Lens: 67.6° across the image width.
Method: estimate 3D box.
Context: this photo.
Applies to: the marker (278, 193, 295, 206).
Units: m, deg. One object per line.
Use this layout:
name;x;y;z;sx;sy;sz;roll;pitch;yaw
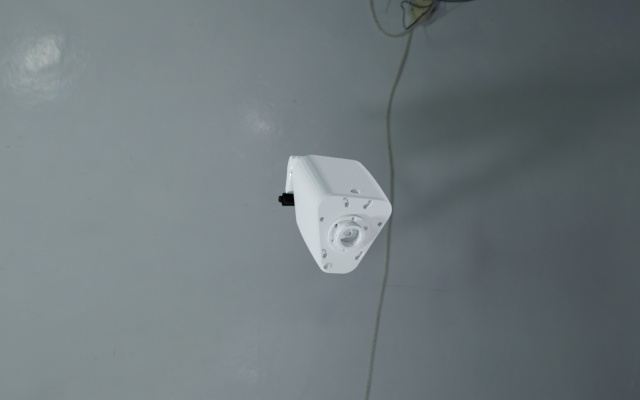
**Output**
marker;0.000;0.002;0.673;0.121;0.020;0.020;4;-1;-19
